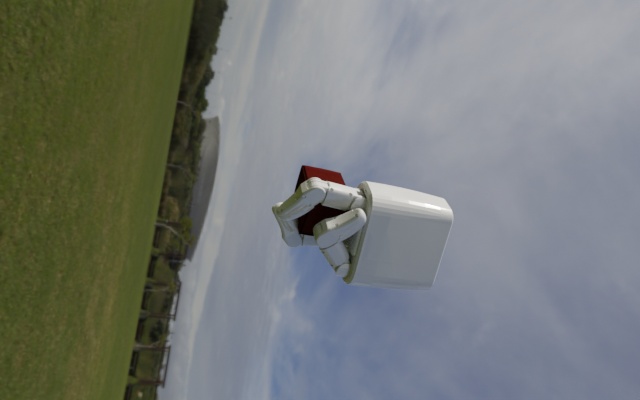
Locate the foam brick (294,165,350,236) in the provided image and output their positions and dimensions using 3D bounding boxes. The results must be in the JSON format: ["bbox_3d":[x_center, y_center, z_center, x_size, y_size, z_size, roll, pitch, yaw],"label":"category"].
[{"bbox_3d":[0.000,0.002,0.573,0.051,0.053,0.078,9,32,-16],"label":"foam brick"}]
